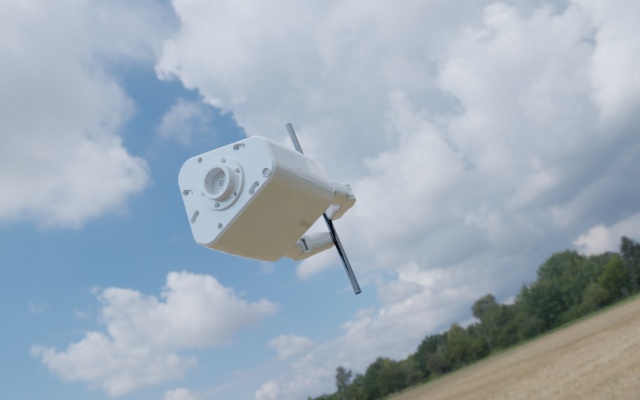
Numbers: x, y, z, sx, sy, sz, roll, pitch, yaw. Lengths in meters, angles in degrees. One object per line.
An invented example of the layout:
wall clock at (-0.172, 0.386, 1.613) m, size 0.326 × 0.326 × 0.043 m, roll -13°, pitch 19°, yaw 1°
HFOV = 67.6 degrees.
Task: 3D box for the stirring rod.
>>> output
stirring rod at (0.000, 0.002, 0.581) m, size 0.011 × 0.239 × 0.011 m, roll -19°, pitch -24°, yaw -9°
